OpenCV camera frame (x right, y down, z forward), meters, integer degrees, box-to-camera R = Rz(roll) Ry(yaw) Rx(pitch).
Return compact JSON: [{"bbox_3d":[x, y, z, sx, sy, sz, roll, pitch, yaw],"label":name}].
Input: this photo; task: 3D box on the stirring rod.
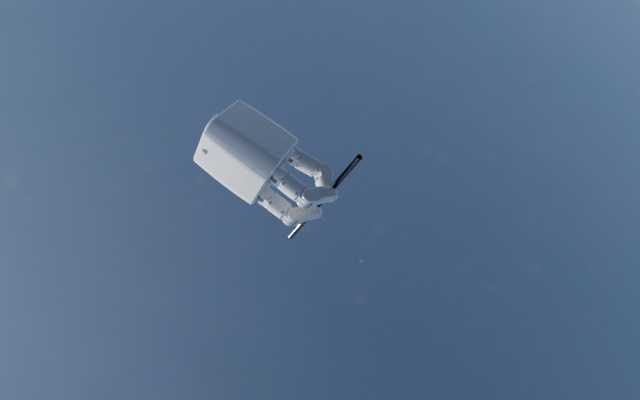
[{"bbox_3d":[0.000,0.002,0.700,0.011,0.011,0.240,0,-29,-28],"label":"stirring rod"}]
